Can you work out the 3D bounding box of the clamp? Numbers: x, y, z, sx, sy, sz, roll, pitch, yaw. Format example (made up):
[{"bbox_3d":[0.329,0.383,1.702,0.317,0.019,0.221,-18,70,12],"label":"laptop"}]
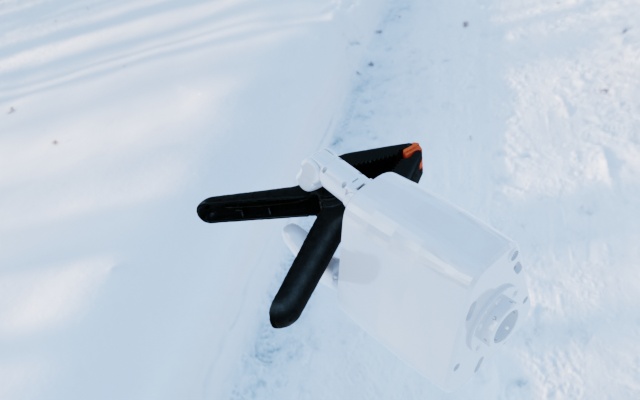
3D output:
[{"bbox_3d":[0.000,0.001,0.424,0.210,0.036,0.164,-34,45,-22],"label":"clamp"}]
